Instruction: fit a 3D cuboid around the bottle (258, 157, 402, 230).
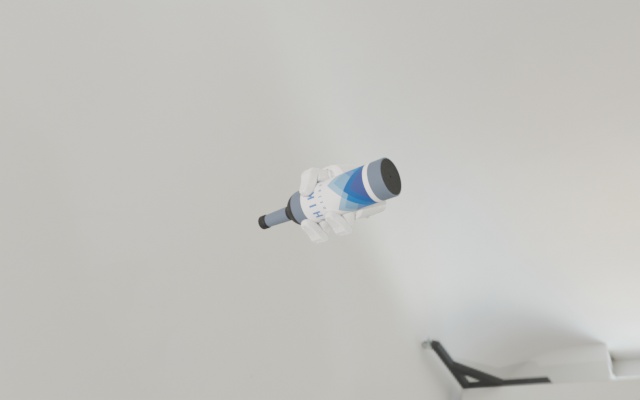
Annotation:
[{"bbox_3d":[0.000,0.003,0.850,0.296,0.069,0.069,-20,-12,35],"label":"bottle"}]
